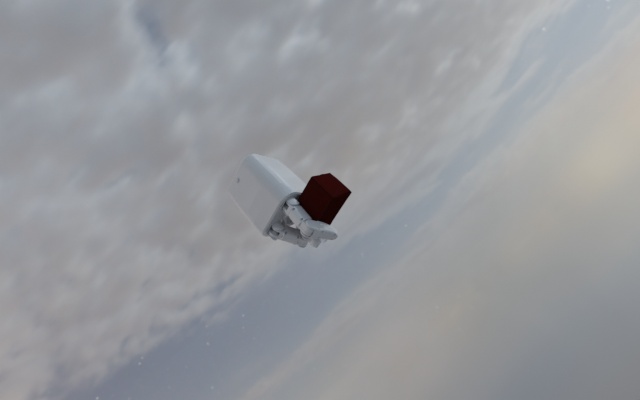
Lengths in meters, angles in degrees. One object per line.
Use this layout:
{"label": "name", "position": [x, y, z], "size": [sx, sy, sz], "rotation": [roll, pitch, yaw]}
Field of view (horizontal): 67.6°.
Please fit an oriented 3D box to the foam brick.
{"label": "foam brick", "position": [0.000, 0.002, 0.754], "size": [0.051, 0.078, 0.053], "rotation": [46, 33, 22]}
